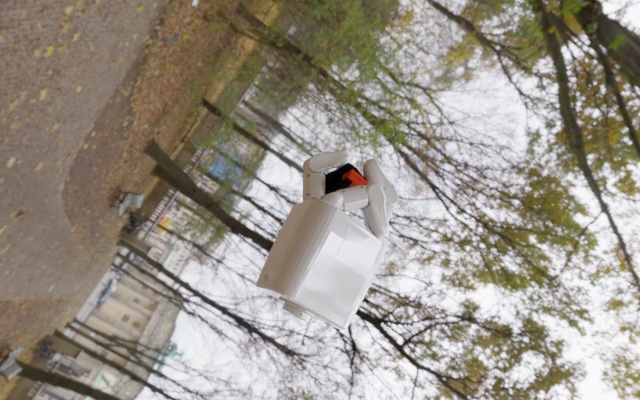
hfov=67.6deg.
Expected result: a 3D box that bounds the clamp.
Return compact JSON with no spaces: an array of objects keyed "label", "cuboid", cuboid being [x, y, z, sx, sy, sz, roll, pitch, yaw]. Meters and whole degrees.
[{"label":"clamp","cuboid":[0.001,0.002,0.616,0.039,0.120,0.171,28,-15,-16]}]
